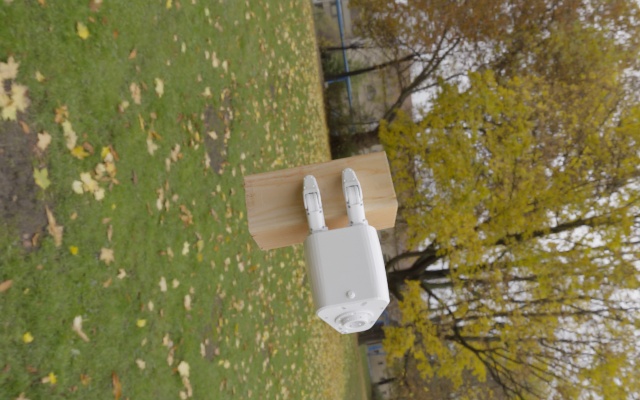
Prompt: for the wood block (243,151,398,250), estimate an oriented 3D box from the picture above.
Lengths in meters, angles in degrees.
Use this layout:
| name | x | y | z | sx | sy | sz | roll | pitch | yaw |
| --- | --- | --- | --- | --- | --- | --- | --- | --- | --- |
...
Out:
| name | x | y | z | sx | sy | sz | roll | pitch | yaw |
| --- | --- | --- | --- | --- | --- | --- | --- | --- | --- |
| wood block | 0.000 | 0.003 | 0.704 | 0.206 | 0.090 | 0.091 | -10 | -24 | 1 |
